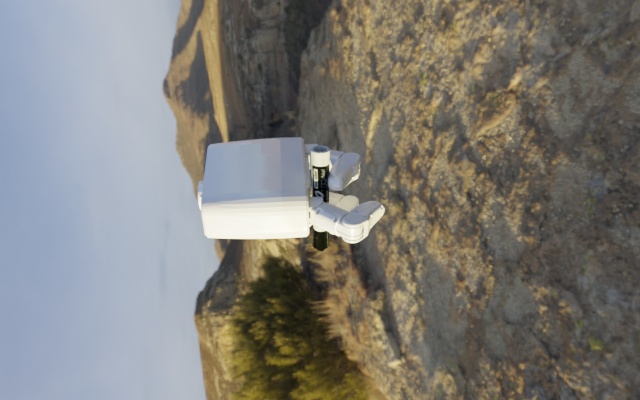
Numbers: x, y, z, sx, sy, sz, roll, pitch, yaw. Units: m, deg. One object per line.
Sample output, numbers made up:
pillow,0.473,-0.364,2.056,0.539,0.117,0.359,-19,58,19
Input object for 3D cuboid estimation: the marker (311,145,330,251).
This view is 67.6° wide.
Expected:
marker,0.000,0.002,0.499,0.020,0.121,0.020,0,30,0
